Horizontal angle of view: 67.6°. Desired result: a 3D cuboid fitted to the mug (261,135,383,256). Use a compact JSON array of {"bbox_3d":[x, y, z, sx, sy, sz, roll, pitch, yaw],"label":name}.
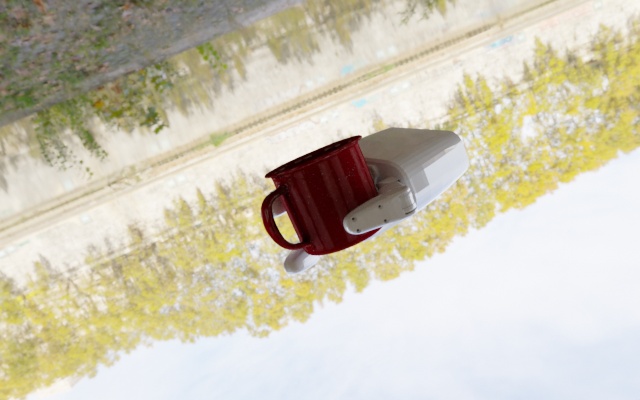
[{"bbox_3d":[-0.001,0.002,0.419,0.117,0.081,0.093,-30,12,-37],"label":"mug"}]
